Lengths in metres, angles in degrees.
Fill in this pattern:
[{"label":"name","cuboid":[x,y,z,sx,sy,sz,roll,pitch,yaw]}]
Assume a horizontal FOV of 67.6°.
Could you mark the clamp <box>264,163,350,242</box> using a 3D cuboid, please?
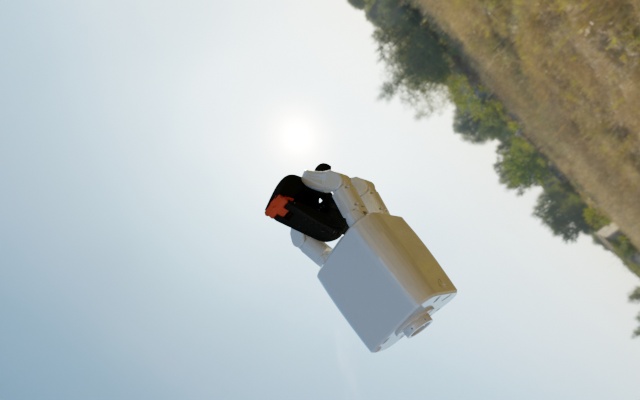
[{"label":"clamp","cuboid":[-0.001,0.003,0.577,0.210,0.036,0.164,10,36,-55]}]
